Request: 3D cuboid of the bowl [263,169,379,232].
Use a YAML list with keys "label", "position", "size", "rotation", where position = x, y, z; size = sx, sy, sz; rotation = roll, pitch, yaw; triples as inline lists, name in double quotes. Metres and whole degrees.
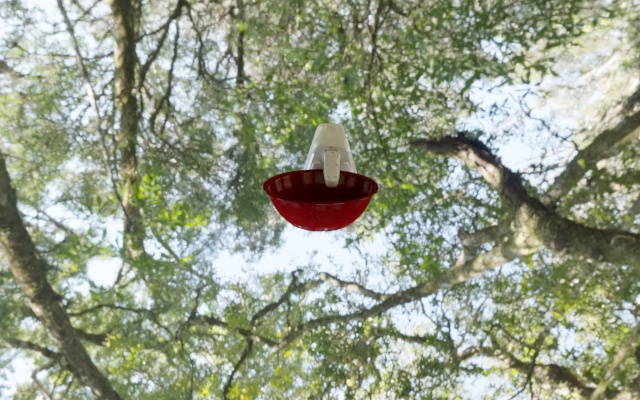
- label: "bowl"
  position: [0.000, 0.003, 0.675]
  size: [0.162, 0.055, 0.162]
  rotation: [1, 19, 0]
